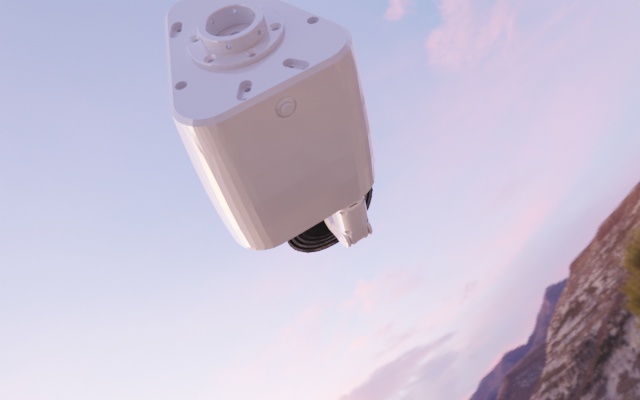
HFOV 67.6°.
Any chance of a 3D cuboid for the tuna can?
[{"bbox_3d":[0.000,0.001,0.403,0.086,0.086,0.033,0,37,-42],"label":"tuna can"}]
